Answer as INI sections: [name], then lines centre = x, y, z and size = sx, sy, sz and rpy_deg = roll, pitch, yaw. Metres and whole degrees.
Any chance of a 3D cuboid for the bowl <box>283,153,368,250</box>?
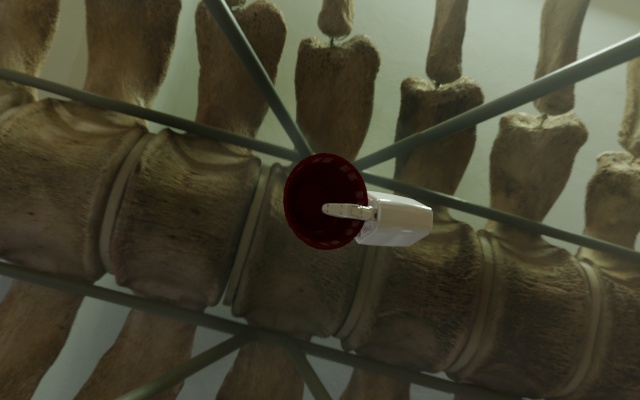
[bowl]
centre = -0.001, 0.002, 0.813
size = 0.162, 0.162, 0.055
rpy_deg = 0, -3, -28
